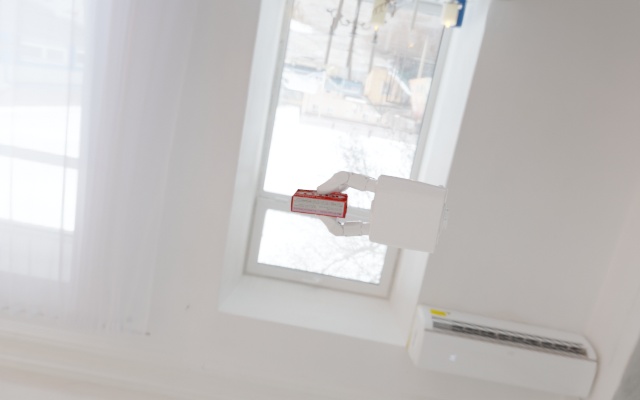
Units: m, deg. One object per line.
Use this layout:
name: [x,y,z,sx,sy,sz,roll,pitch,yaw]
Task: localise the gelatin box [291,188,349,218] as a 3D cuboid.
gelatin box: [0.000,0.003,0.777,0.089,0.030,0.073,6,11,3]
